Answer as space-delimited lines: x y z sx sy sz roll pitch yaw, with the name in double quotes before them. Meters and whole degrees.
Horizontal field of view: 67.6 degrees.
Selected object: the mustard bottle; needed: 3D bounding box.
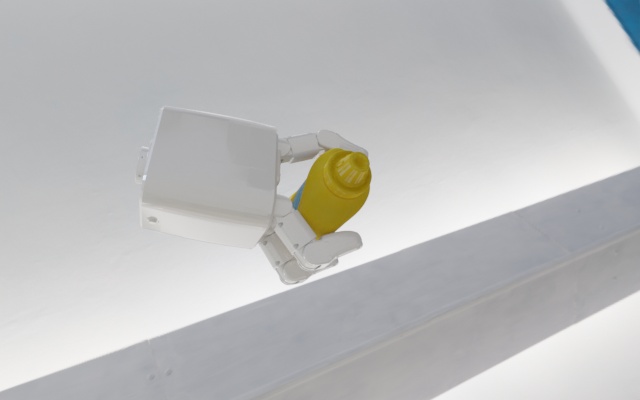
"mustard bottle" 0.000 0.002 0.466 0.058 0.096 0.192 33 -28 -5
